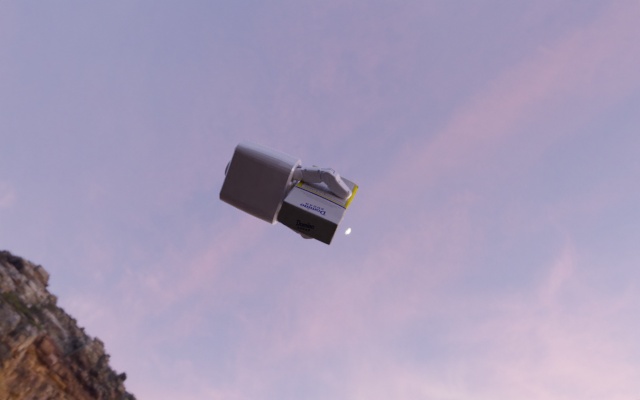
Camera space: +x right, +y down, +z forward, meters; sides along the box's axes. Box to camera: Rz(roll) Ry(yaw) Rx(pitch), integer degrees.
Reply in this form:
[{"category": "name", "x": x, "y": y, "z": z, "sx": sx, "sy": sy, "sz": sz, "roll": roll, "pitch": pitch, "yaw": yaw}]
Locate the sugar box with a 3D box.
[{"category": "sugar box", "x": 0.000, "y": 0.003, "z": 0.790, "sx": 0.093, "sy": 0.048, "sz": 0.176, "roll": 24, "pitch": 28, "yaw": 5}]
